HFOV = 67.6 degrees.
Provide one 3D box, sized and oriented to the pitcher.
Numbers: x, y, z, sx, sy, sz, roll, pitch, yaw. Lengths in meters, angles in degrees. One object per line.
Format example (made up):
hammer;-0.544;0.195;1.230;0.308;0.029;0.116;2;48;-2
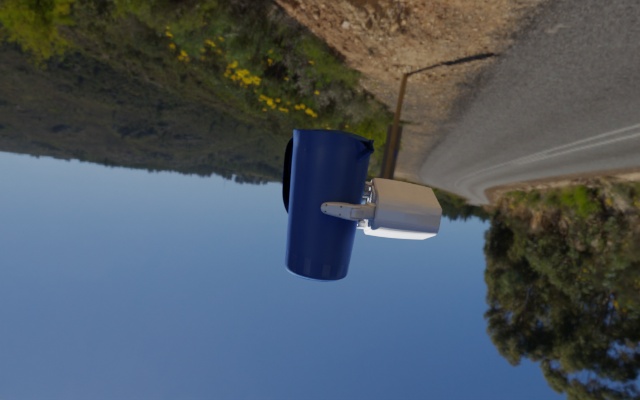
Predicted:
pitcher;0.000;0.003;0.801;0.145;0.243;0.149;8;6;-2
